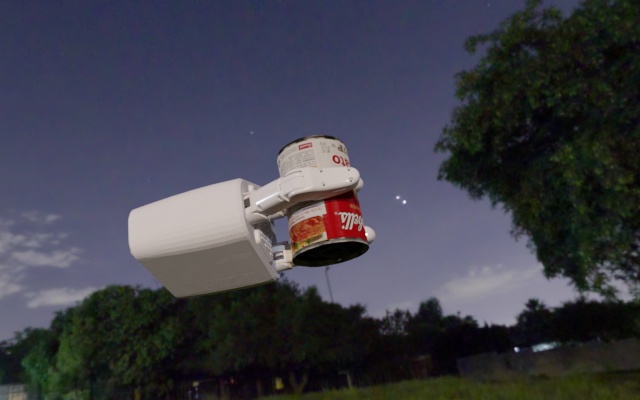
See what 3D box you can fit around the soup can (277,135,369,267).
[{"bbox_3d":[0.000,0.001,0.431,0.068,0.102,0.068,-9,-23,-4],"label":"soup can"}]
